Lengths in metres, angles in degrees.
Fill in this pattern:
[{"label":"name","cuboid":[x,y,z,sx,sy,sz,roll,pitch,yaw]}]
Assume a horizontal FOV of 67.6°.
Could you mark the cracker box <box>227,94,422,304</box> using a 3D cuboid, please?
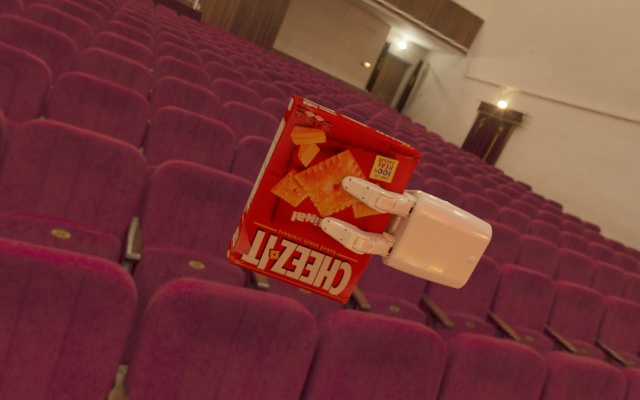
[{"label":"cracker box","cuboid":[0.000,0.002,0.588,0.164,0.214,0.072,22,13,-12]}]
